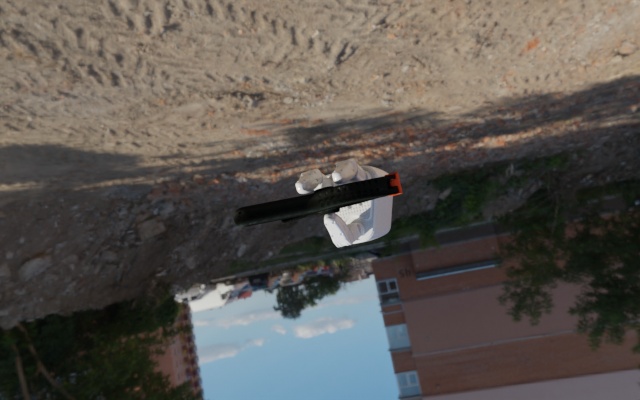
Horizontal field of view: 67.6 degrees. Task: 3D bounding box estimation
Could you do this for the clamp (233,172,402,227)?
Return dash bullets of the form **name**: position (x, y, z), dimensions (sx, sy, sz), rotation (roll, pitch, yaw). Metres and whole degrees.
- **clamp**: position (0.001, 0.003, 0.631), dimensions (0.210, 0.036, 0.164), rotation (-15, -4, 23)
